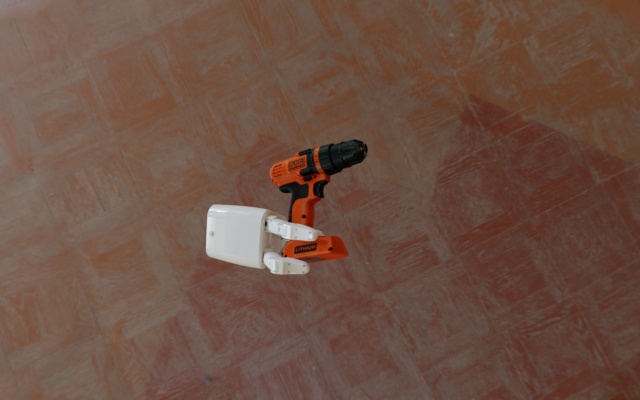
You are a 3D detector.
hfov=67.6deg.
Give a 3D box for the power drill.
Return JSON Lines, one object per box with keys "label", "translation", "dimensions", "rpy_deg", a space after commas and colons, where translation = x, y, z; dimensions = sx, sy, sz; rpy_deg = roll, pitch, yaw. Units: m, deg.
{"label": "power drill", "translation": [0.000, 0.003, 0.775], "dimensions": [0.184, 0.187, 0.057], "rpy_deg": [-15, -22, 33]}
